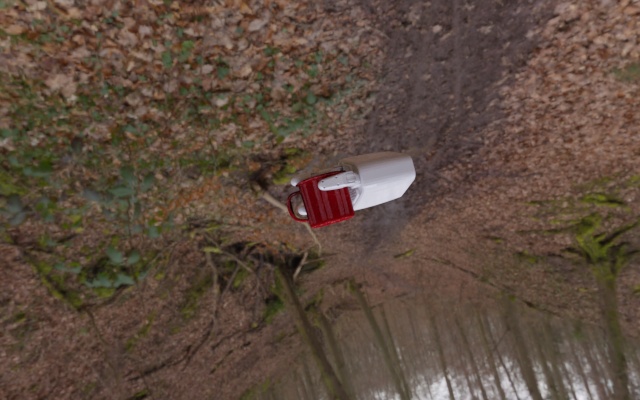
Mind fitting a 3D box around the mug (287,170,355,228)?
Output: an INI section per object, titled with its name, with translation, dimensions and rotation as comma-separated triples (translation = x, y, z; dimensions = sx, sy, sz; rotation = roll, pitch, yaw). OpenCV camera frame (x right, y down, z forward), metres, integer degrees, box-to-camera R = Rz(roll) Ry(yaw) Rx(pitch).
[mug]
translation = -0.001, 0.003, 0.827
dimensions = 0.117, 0.081, 0.093
rotation = -14, -5, -14
